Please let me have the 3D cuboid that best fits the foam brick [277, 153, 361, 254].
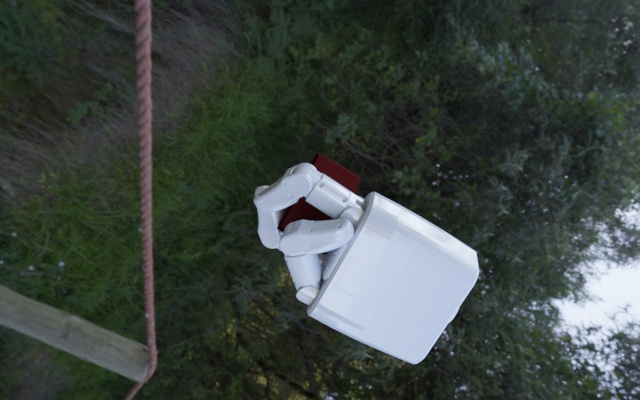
[{"bbox_3d":[0.000,0.001,0.451,0.051,0.053,0.078,28,31,-4],"label":"foam brick"}]
